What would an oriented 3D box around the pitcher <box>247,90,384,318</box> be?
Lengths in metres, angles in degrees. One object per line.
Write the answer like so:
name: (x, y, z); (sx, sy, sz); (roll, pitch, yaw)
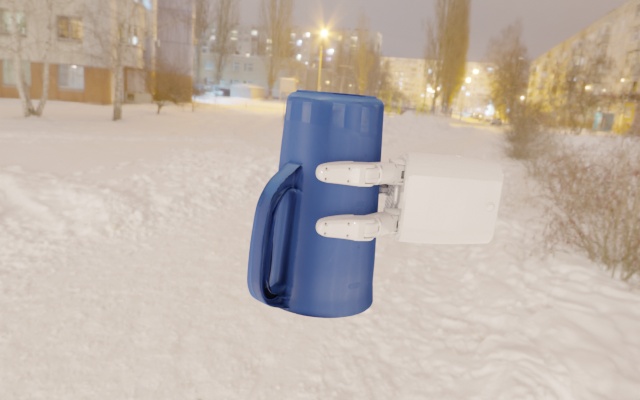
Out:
pitcher: (0.000, 0.002, 0.541); (0.145, 0.243, 0.149); (4, 12, -3)
